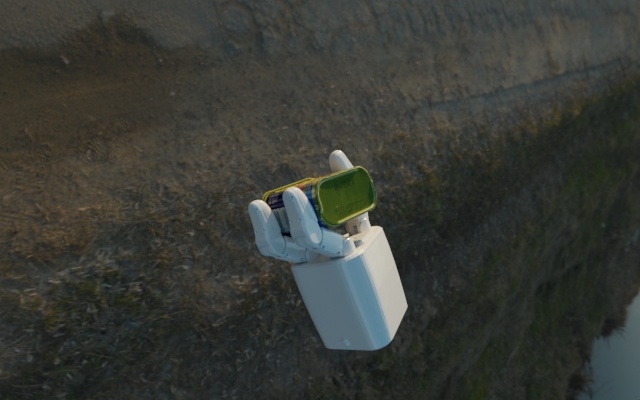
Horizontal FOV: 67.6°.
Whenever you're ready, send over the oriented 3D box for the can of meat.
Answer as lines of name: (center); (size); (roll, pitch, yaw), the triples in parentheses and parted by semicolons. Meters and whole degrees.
can of meat: (0.000, 0.002, 0.525); (0.084, 0.057, 0.102); (-14, 6, 43)
